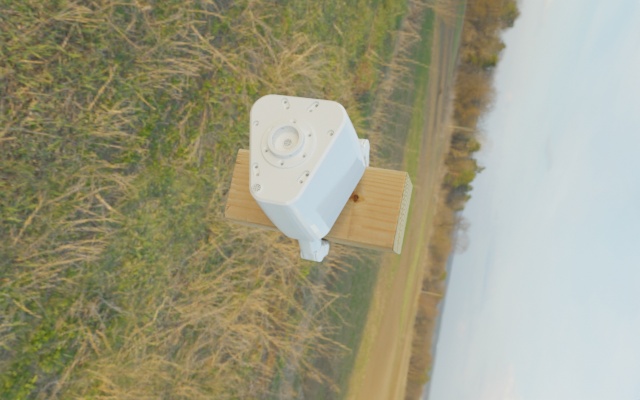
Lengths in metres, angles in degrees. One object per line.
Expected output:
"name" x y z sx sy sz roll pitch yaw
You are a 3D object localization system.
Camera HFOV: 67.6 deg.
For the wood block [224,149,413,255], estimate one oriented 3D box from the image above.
"wood block" 0.000 0.002 0.589 0.206 0.091 0.090 10 -7 16
